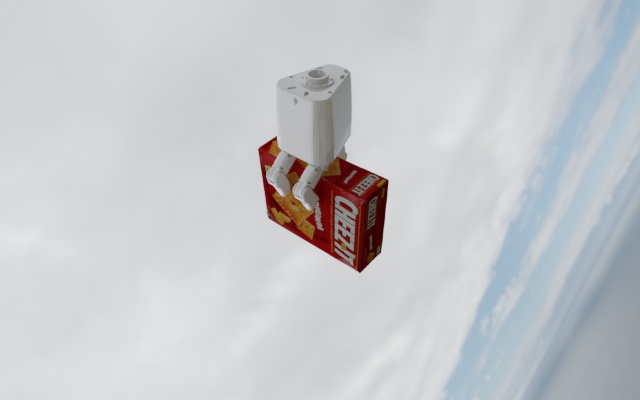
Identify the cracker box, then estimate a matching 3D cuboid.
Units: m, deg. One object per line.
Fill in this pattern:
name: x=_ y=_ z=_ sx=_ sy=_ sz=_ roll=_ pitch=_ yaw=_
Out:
cracker box: x=0.000 y=0.002 z=0.788 sx=0.213 sy=0.164 sz=0.072 roll=28 pitch=50 yaw=29
